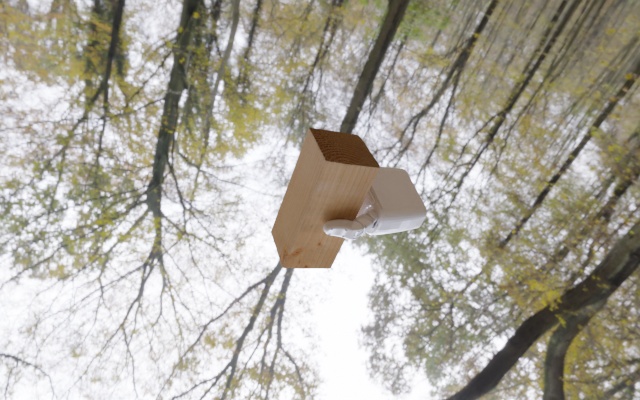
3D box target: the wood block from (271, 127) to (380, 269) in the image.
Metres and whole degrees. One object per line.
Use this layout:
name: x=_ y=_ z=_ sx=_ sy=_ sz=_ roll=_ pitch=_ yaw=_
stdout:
wood block: x=0.001 y=0.003 z=0.743 sx=0.090 sy=0.206 sz=0.090 roll=5 pitch=36 yaw=-26
